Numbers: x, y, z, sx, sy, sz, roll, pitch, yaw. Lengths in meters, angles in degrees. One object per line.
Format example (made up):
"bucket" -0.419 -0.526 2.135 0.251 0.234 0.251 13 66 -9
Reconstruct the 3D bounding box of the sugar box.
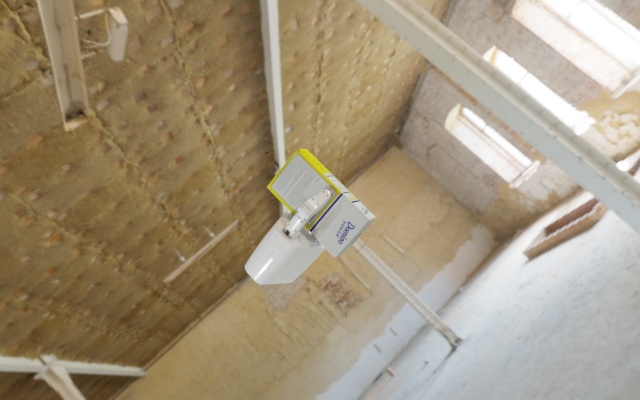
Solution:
"sugar box" 0.000 0.003 0.817 0.176 0.093 0.048 45 21 12
